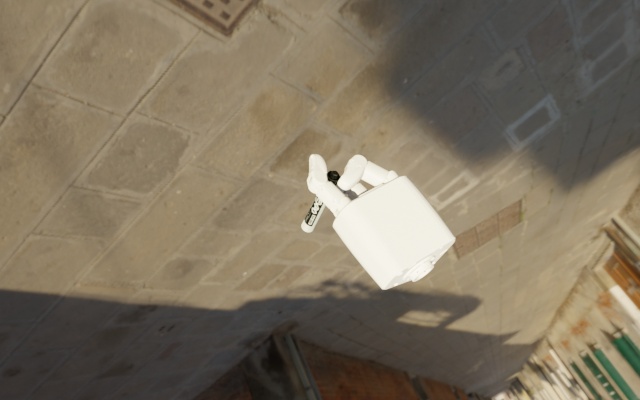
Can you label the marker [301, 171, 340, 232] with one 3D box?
[{"bbox_3d":[0.000,0.002,0.661,0.020,0.020,0.121,0,-39,-24],"label":"marker"}]
